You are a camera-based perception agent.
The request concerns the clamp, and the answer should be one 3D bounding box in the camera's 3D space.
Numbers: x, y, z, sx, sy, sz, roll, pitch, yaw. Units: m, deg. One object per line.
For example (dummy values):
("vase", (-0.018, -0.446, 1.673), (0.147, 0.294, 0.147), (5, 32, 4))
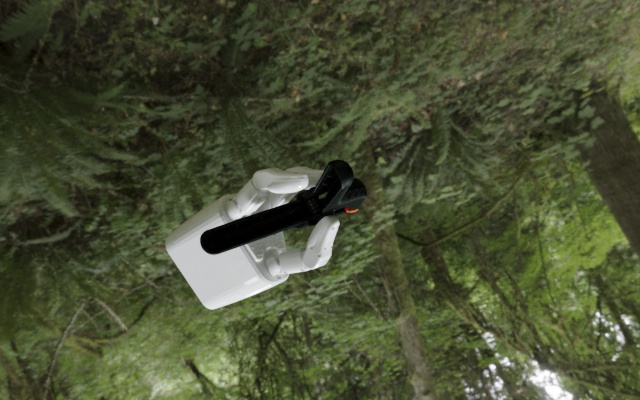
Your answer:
("clamp", (0.000, 0.002, 0.495), (0.164, 0.036, 0.210), (-28, -9, 30))
